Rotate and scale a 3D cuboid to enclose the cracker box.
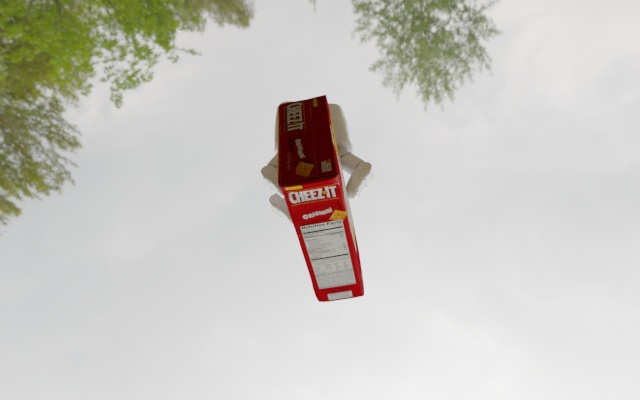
[{"bbox_3d":[0.000,0.002,0.615,0.072,0.214,0.164,-11,42,4],"label":"cracker box"}]
